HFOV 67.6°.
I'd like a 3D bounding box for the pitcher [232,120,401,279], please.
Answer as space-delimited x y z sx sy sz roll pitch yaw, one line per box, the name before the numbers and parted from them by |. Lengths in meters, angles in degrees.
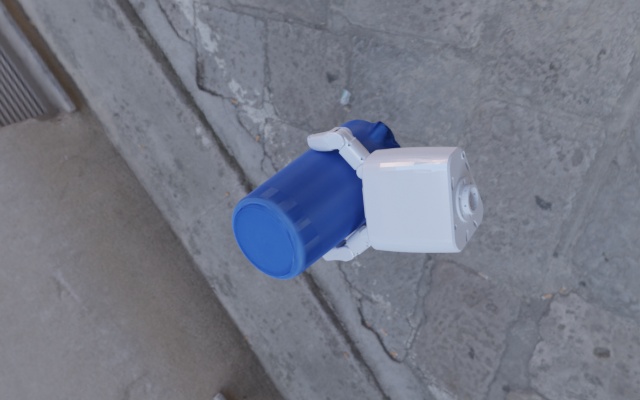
pitcher | 0.000 0.002 0.626 0.145 0.149 0.242 1 26 39
